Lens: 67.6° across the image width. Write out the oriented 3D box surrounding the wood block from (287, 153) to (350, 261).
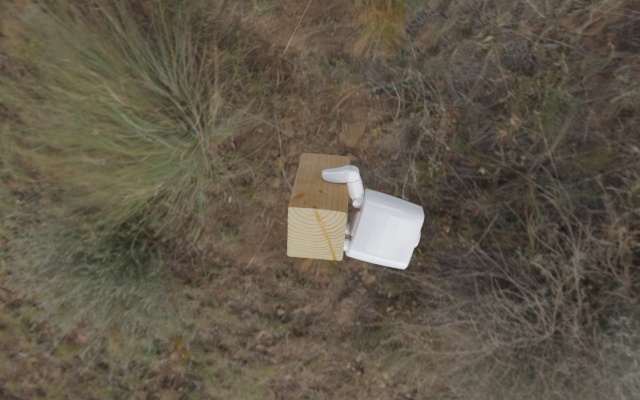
[{"bbox_3d":[0.001,0.002,0.813,0.090,0.091,0.206,5,29,1],"label":"wood block"}]
